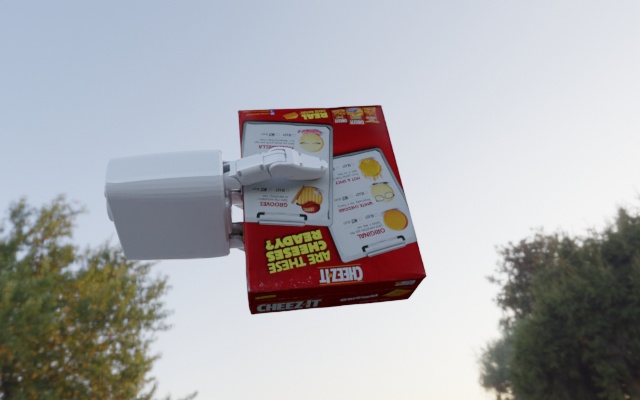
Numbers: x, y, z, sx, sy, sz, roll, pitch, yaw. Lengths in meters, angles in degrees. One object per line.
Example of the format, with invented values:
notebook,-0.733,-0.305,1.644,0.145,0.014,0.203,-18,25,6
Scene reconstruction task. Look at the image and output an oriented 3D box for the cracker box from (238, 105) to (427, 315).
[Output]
cracker box,0.000,0.001,0.500,0.164,0.213,0.072,-4,-32,-8
